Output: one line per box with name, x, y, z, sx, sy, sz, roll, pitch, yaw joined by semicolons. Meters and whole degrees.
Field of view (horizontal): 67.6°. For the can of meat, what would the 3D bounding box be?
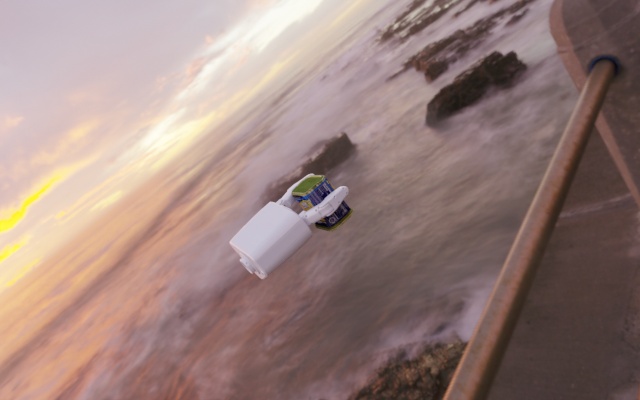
can of meat;0.000;0.002;0.845;0.057;0.084;0.102;-43;15;-14
